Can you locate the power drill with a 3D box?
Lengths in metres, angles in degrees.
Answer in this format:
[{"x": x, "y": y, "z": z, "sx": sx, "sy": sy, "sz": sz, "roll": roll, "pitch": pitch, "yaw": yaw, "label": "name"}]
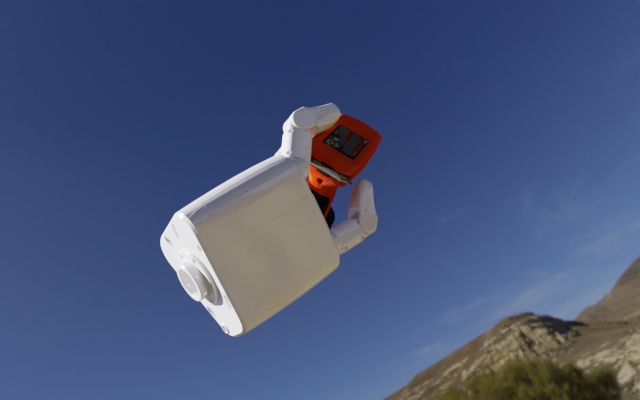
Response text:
[{"x": 0.000, "y": 0.001, "z": 0.530, "sx": 0.057, "sy": 0.188, "sz": 0.184, "roll": 28, "pitch": 34, "yaw": 5, "label": "power drill"}]
